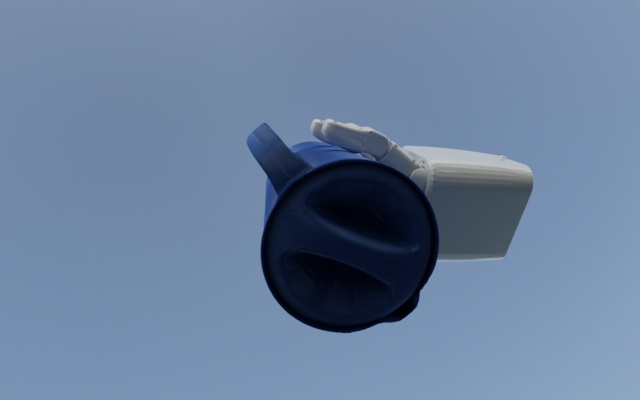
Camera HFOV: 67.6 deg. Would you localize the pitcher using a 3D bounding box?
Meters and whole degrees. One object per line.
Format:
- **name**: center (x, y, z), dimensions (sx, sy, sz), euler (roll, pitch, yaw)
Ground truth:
- **pitcher**: center (0.000, 0.002, 0.453), dimensions (0.145, 0.149, 0.242), euler (2, 13, -10)
